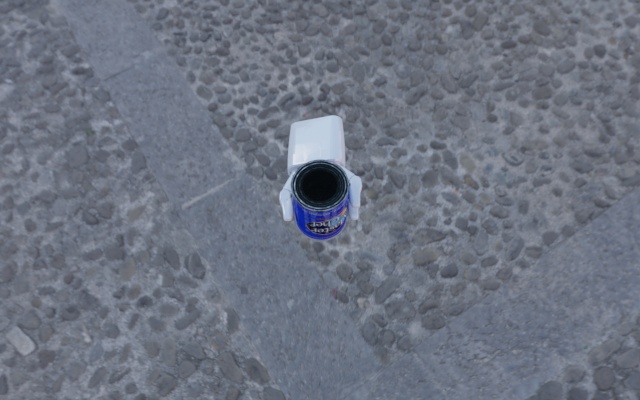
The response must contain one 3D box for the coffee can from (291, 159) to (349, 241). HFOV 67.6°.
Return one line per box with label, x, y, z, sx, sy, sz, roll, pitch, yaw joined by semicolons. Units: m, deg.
coffee can;0.000;0.003;0.889;0.103;0.102;0.140;0;-26;1
